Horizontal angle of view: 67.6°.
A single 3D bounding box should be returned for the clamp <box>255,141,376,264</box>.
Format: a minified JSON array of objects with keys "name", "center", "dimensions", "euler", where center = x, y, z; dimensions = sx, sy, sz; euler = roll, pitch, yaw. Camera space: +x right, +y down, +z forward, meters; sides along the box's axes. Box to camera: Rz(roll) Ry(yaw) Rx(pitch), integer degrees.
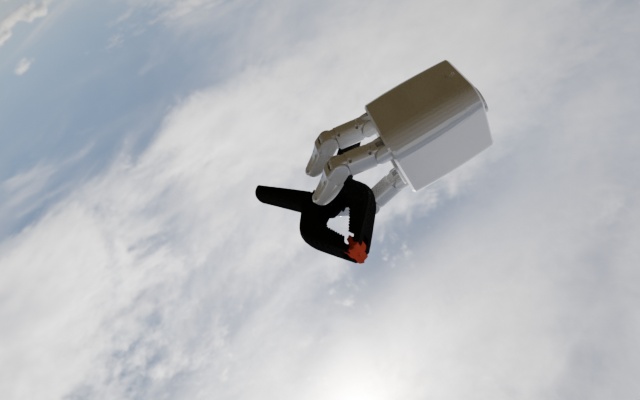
[{"name":"clamp","center":[0.001,0.003,0.566],"dimensions":[0.164,0.209,0.036],"euler":[-31,-51,11]}]
